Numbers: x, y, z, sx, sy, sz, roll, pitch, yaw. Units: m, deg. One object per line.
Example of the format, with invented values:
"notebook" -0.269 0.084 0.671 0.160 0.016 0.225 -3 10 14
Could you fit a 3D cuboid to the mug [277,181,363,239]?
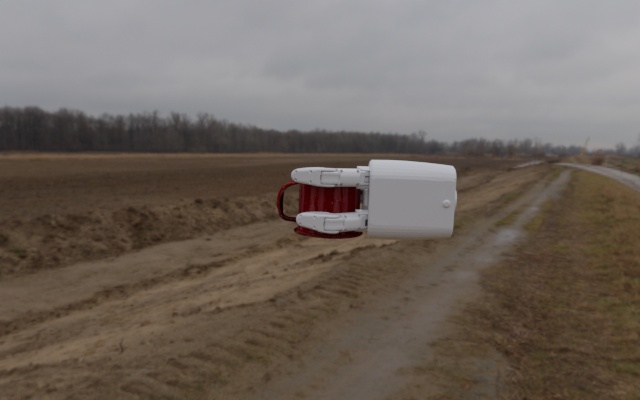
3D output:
"mug" -0.001 0.002 0.639 0.117 0.081 0.093 3 7 1
